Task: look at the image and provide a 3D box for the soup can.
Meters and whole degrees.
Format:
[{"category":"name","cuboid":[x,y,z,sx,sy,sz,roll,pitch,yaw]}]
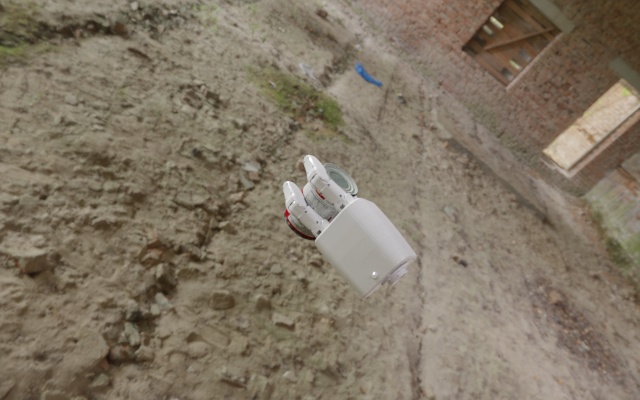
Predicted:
[{"category":"soup can","cuboid":[0.000,0.002,0.719,0.068,0.068,0.102,0,-43,-53]}]
